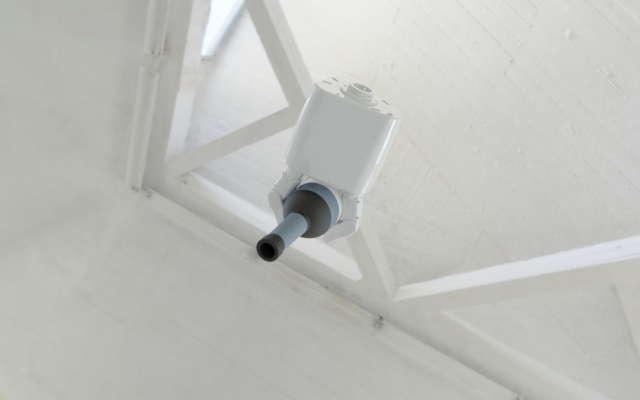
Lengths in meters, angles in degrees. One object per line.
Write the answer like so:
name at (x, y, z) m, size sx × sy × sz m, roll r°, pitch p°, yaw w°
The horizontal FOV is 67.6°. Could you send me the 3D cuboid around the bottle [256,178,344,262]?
bottle at (0.000, 0.002, 0.628) m, size 0.069 × 0.069 × 0.295 m, roll 0°, pitch 20°, yaw 24°
